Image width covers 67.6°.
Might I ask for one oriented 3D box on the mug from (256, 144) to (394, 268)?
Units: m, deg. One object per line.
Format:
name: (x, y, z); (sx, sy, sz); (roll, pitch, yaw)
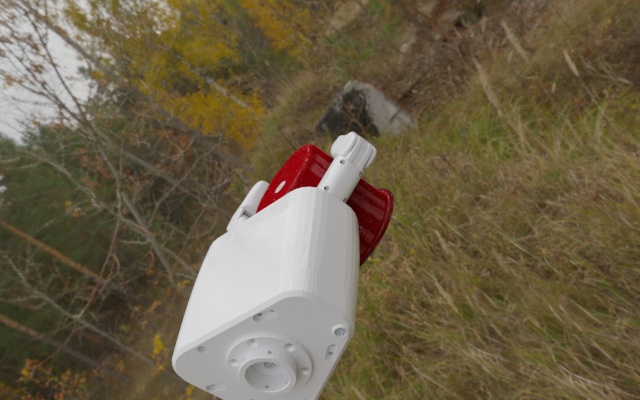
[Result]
mug: (0.000, 0.000, 0.408); (0.081, 0.093, 0.117); (34, 26, -17)
